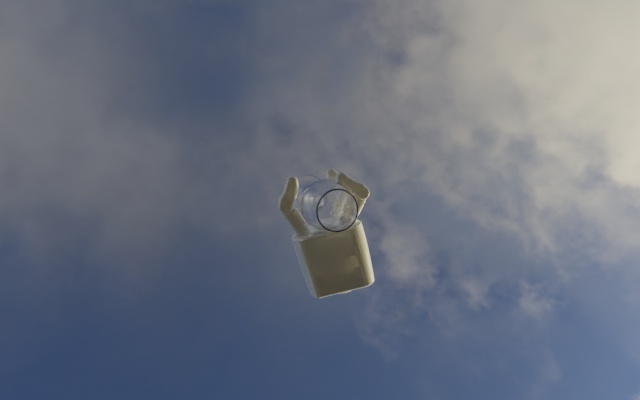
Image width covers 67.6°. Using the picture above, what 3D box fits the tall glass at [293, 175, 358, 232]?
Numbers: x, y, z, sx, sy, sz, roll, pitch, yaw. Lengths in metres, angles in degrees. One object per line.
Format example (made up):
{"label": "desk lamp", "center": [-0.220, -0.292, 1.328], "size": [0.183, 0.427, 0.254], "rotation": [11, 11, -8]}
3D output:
{"label": "tall glass", "center": [0.000, 0.002, 0.763], "size": [0.079, 0.079, 0.201], "rotation": [0, 7, -14]}
